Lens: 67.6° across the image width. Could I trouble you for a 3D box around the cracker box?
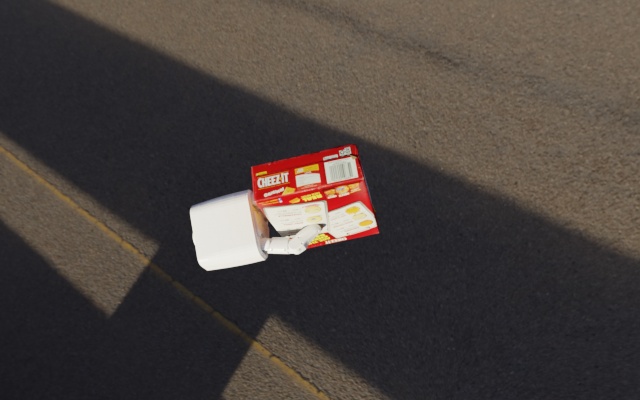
[{"bbox_3d":[0.000,0.003,0.780,0.164,0.072,0.214,-12,-27,7],"label":"cracker box"}]
